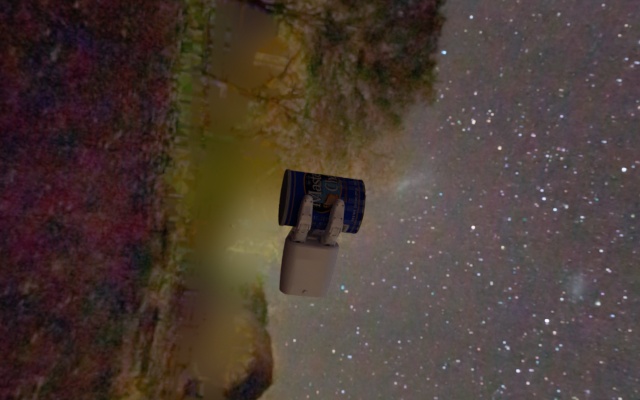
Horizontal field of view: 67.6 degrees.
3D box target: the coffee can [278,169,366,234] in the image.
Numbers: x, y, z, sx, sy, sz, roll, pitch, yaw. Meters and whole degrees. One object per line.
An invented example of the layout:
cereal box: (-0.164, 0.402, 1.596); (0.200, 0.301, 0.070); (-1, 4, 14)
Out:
coffee can: (0.000, 0.003, 0.867); (0.140, 0.103, 0.103); (7, -1, -10)
